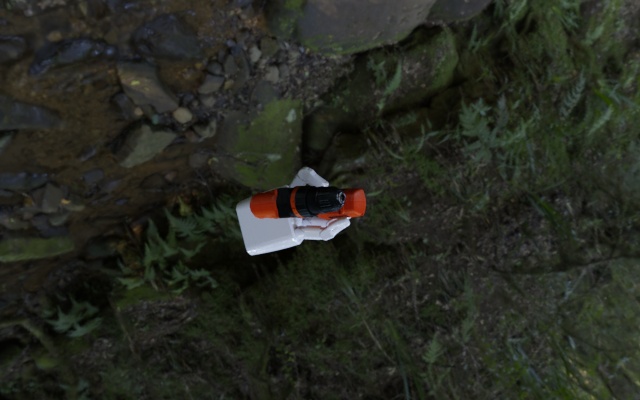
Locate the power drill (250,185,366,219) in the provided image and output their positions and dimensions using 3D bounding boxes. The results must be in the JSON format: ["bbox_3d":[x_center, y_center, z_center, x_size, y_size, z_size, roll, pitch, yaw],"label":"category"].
[{"bbox_3d":[0.000,0.003,0.829,0.184,0.057,0.187,-3,-4,36],"label":"power drill"}]
